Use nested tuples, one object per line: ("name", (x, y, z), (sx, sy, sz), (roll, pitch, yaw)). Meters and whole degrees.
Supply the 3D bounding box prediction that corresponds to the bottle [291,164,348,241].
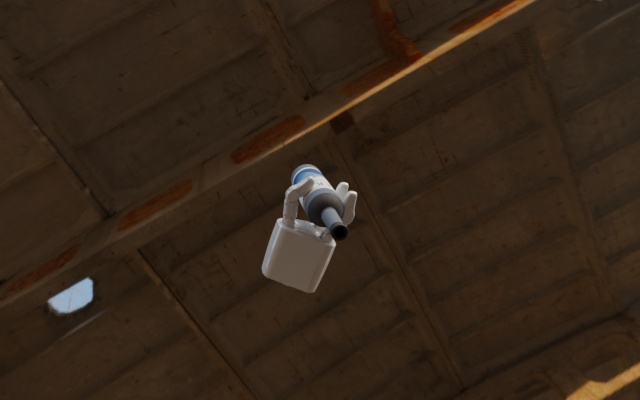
("bottle", (0.000, 0.003, 0.878), (0.069, 0.069, 0.295), (0, 19, -13))
